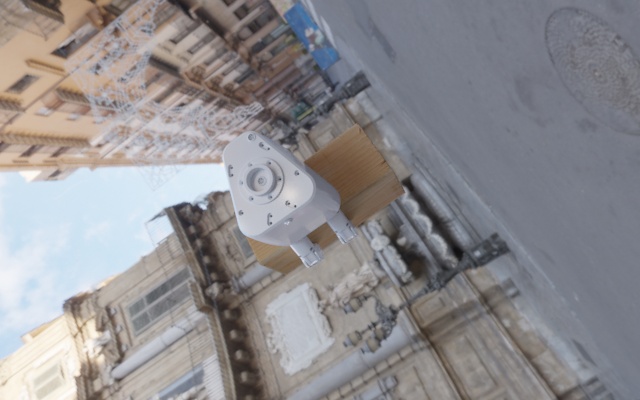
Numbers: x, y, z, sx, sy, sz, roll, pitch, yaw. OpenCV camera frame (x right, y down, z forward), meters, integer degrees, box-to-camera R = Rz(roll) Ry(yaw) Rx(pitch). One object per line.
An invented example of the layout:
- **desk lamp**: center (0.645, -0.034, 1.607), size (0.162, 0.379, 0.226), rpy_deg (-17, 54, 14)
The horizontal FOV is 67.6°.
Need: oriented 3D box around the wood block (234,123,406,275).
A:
- **wood block**: center (0.000, 0.002, 0.653), size (0.206, 0.090, 0.090), rpy_deg (-35, -25, 7)
